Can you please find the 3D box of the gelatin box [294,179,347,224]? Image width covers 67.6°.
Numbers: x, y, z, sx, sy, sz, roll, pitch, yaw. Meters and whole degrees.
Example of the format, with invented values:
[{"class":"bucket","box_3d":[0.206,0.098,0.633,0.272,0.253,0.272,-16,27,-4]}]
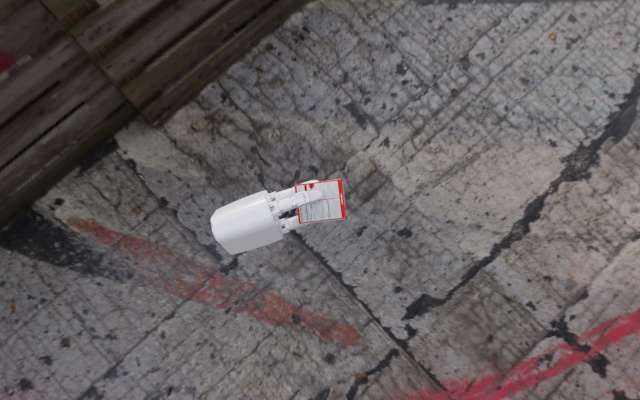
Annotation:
[{"class":"gelatin box","box_3d":[0.000,0.003,0.881,0.089,0.073,0.030,-7,-7,4]}]
